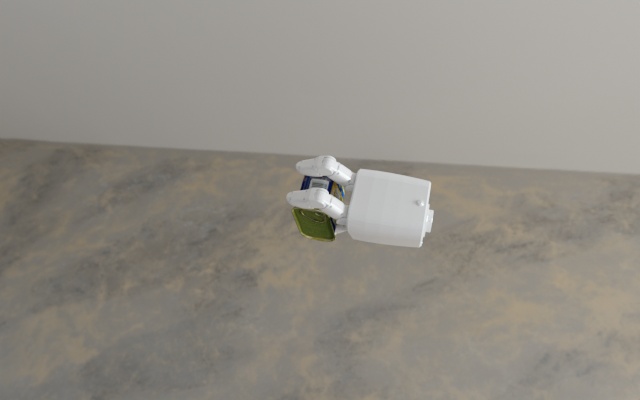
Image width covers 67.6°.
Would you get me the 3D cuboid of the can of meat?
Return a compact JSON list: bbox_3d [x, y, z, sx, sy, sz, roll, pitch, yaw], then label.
[{"bbox_3d":[0.000,0.002,0.726,0.057,0.084,0.102,8,-28,14],"label":"can of meat"}]
